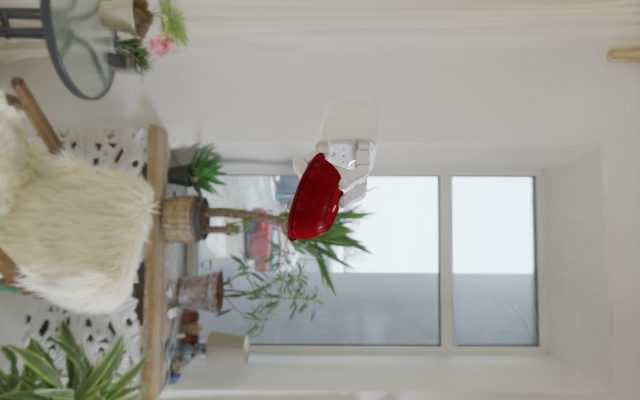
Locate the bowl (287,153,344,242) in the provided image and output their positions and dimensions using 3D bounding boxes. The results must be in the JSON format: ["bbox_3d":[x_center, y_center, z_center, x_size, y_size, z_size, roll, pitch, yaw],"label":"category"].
[{"bbox_3d":[0.000,0.004,0.820,0.055,0.162,0.162,20,4,12],"label":"bowl"}]
